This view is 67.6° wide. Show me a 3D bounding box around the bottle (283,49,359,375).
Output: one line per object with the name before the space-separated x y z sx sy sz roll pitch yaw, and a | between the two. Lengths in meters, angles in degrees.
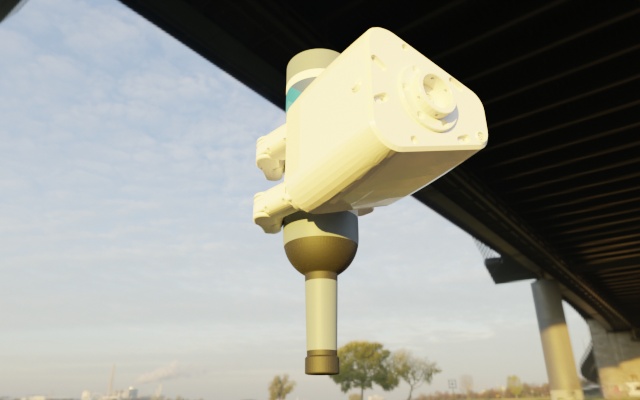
bottle | 0.000 0.001 0.433 0.069 0.295 0.069 0 -23 0
